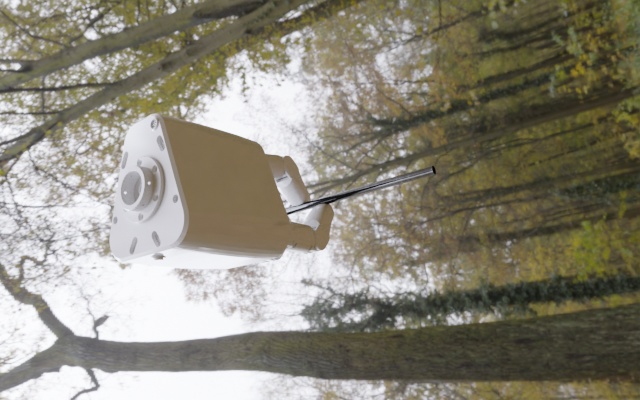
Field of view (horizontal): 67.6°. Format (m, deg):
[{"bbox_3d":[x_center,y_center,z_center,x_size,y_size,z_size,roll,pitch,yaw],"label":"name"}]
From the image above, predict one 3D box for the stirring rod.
[{"bbox_3d":[0.000,0.001,0.473,0.239,0.011,0.011,-16,-9,33],"label":"stirring rod"}]
